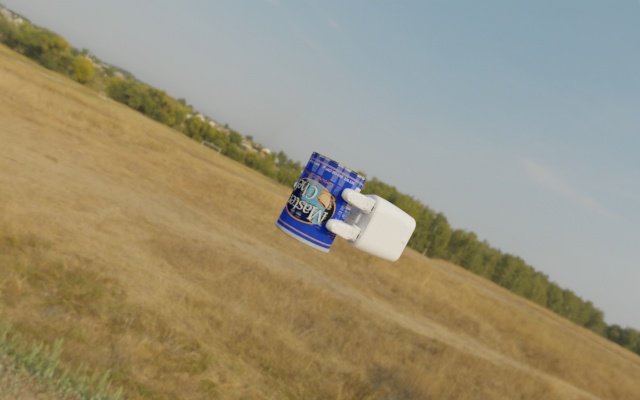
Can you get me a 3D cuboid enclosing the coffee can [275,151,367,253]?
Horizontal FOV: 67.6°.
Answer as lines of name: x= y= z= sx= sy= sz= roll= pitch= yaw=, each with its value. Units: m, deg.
coffee can: x=0.000 y=0.003 z=0.807 sx=0.103 sy=0.140 sz=0.103 roll=28 pitch=2 yaw=-1
